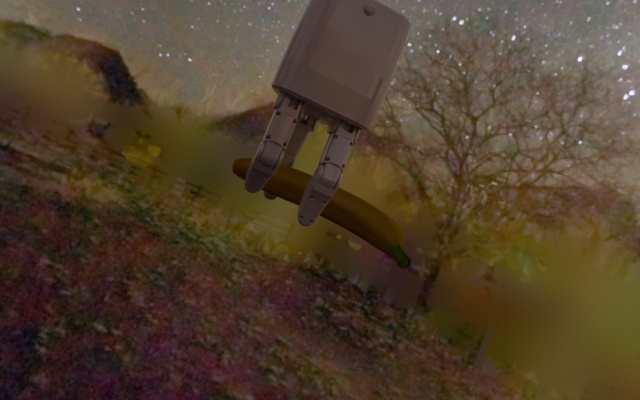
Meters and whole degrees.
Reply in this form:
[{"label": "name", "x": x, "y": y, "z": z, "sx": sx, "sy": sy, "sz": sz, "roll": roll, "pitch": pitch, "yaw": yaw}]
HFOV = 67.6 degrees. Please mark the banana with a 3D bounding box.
[{"label": "banana", "x": 0.007, "y": 0.003, "z": 0.482, "sx": 0.198, "sy": 0.037, "sz": 0.069, "roll": 27, "pitch": 7, "yaw": 10}]
